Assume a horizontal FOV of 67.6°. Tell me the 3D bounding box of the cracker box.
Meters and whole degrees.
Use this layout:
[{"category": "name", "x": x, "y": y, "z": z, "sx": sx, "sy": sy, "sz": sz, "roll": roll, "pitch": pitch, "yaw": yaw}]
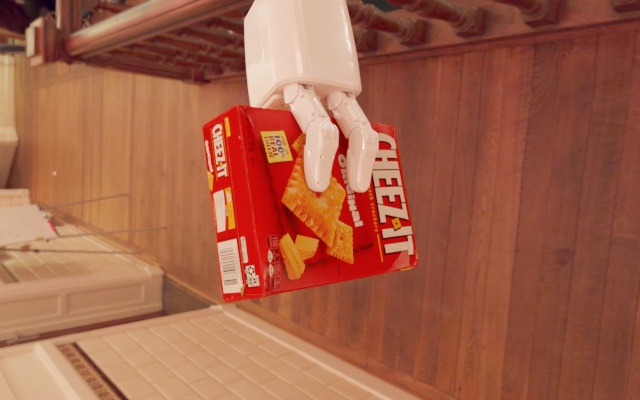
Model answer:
[{"category": "cracker box", "x": 0.000, "y": 0.002, "z": 0.477, "sx": 0.214, "sy": 0.164, "sz": 0.072, "roll": -2, "pitch": -10, "yaw": -42}]
